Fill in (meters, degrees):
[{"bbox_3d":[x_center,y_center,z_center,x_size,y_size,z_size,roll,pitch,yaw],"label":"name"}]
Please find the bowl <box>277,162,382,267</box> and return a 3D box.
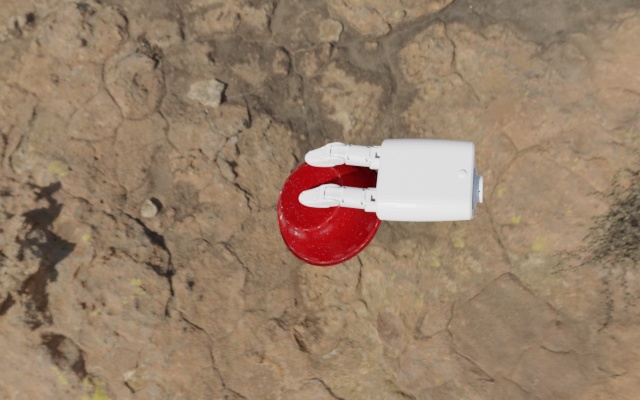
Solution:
[{"bbox_3d":[-0.001,0.002,0.627,0.162,0.162,0.055,0,-18,30],"label":"bowl"}]
